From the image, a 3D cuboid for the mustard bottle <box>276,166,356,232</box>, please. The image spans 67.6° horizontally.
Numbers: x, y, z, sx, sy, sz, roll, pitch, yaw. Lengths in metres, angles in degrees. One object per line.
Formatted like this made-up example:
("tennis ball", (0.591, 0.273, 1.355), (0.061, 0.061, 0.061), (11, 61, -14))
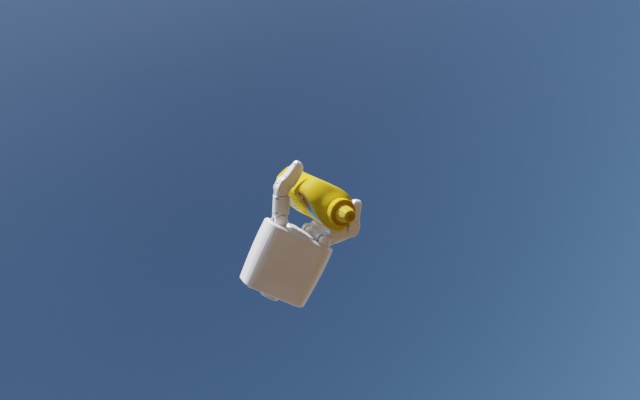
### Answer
("mustard bottle", (0.000, 0.002, 0.748), (0.058, 0.096, 0.191), (-43, 27, -10))
